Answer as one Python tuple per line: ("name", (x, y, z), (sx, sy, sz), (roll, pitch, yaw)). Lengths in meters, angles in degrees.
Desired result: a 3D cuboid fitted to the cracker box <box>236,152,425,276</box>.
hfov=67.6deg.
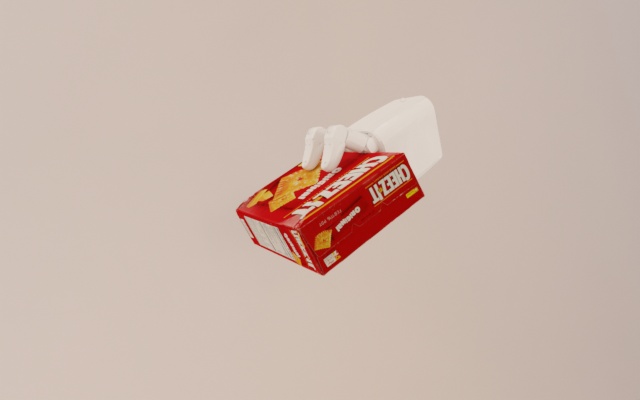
("cracker box", (0.000, 0.002, 0.623), (0.164, 0.072, 0.213), (-36, 20, -21))
